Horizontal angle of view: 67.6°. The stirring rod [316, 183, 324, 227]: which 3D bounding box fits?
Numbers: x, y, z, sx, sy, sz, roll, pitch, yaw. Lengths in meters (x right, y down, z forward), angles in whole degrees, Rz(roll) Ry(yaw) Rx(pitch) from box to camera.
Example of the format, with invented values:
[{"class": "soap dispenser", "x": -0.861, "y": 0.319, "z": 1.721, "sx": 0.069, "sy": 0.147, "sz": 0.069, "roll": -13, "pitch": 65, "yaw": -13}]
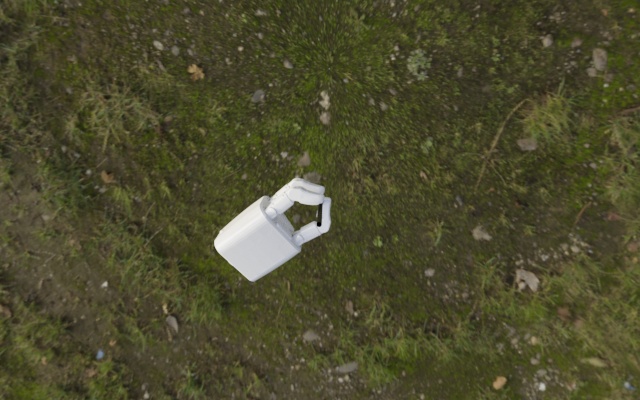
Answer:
[{"class": "stirring rod", "x": 0.000, "y": 0.003, "z": 0.799, "sx": 0.011, "sy": 0.011, "sz": 0.239, "roll": 0, "pitch": 15, "yaw": 1}]
